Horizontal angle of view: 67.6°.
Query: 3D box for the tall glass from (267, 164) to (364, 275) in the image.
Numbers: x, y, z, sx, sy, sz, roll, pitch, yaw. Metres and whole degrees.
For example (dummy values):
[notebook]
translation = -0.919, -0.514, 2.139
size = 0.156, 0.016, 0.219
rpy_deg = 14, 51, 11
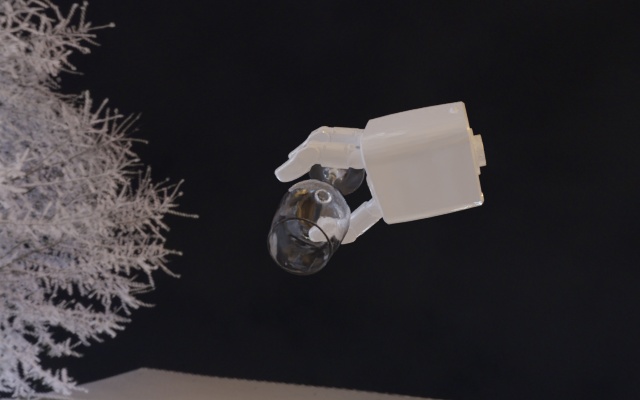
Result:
[tall glass]
translation = 0.000, 0.002, 0.532
size = 0.079, 0.079, 0.201
rpy_deg = 0, 25, 13
